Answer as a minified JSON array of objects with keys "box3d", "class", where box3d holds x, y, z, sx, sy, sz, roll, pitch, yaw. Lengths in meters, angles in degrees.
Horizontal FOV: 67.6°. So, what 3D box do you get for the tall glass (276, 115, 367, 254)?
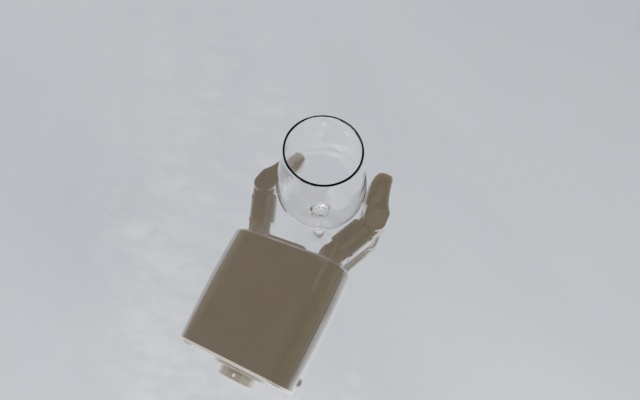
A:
[{"box3d":[0.000,0.002,0.447,0.079,0.079,0.201,0,-24,-1],"class":"tall glass"}]
